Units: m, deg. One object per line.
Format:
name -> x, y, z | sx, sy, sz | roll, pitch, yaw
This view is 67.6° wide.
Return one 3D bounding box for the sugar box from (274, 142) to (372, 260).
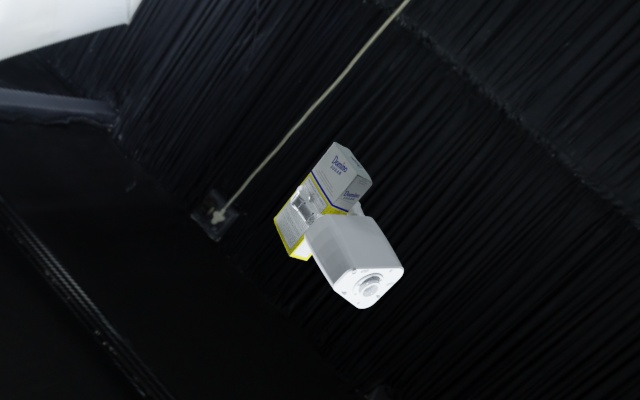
sugar box -> 0.000, 0.003, 0.773 | 0.048, 0.176, 0.093 | 24, 26, -42
